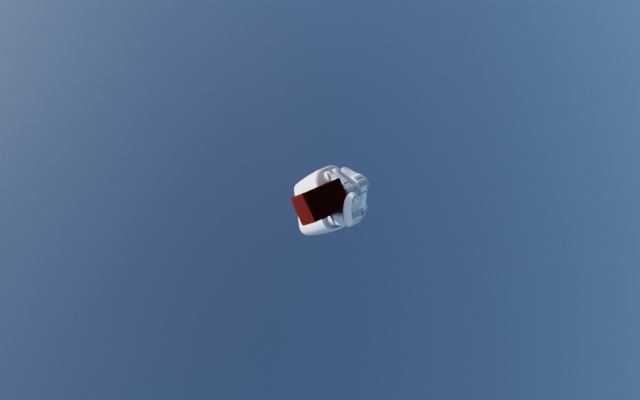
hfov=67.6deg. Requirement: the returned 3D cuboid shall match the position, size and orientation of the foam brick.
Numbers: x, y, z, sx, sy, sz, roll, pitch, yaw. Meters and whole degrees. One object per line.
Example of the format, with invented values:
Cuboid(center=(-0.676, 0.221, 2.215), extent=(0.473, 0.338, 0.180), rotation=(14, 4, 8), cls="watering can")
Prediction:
Cuboid(center=(0.000, 0.003, 0.795), extent=(0.078, 0.053, 0.051), rotation=(-24, 2, -30), cls="foam brick")
